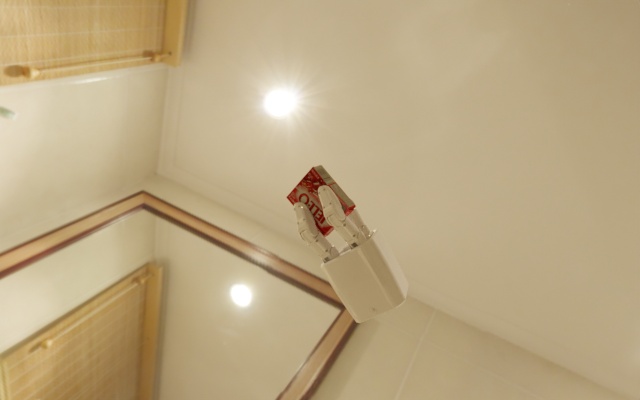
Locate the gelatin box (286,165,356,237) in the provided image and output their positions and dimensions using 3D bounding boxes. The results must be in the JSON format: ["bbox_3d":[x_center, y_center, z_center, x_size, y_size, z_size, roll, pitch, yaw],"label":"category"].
[{"bbox_3d":[0.000,0.002,0.735,0.073,0.089,0.030,-47,-15,31],"label":"gelatin box"}]
